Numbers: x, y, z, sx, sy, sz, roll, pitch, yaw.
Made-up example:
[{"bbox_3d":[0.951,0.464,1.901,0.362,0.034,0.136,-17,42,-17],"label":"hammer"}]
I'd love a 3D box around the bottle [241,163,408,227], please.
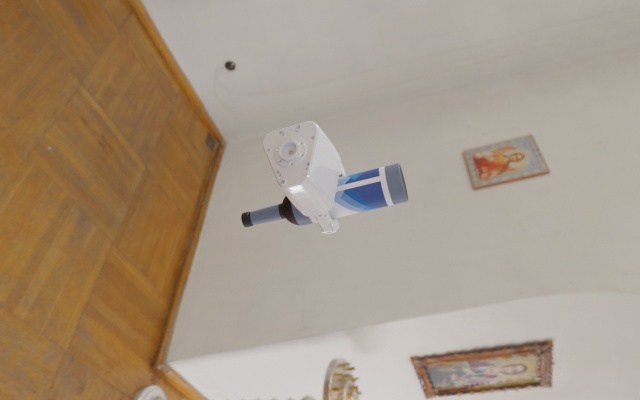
[{"bbox_3d":[0.000,0.003,0.832,0.296,0.069,0.069,-13,-3,14],"label":"bottle"}]
